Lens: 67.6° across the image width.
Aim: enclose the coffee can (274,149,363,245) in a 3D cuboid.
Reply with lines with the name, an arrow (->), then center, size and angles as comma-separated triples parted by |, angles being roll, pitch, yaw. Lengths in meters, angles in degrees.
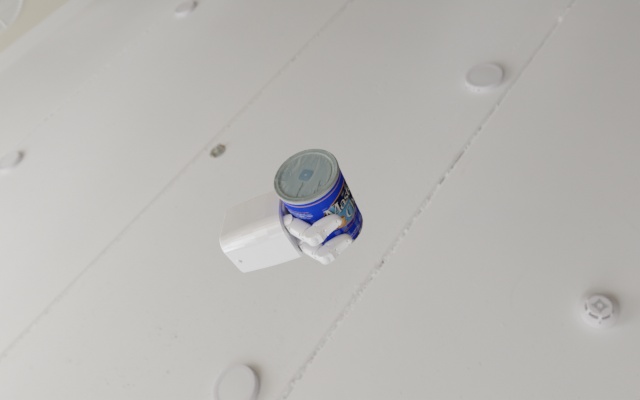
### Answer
coffee can -> 0.000, 0.002, 0.756 | 0.103, 0.102, 0.140 | 0, -36, 24
